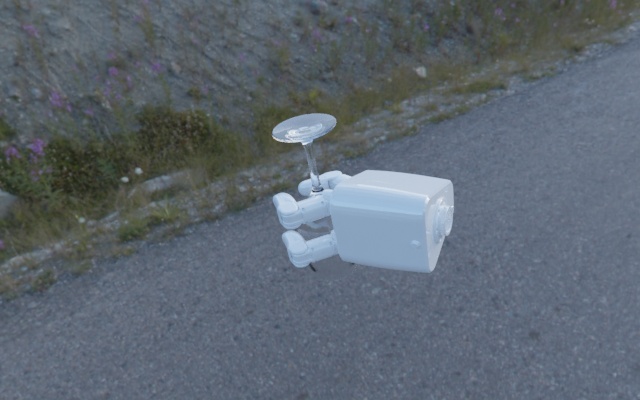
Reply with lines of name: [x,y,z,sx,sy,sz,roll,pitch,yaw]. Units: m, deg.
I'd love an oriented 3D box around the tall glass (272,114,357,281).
tall glass: [0.000,0.001,0.582,0.079,0.201,0.079,-9,30,5]
